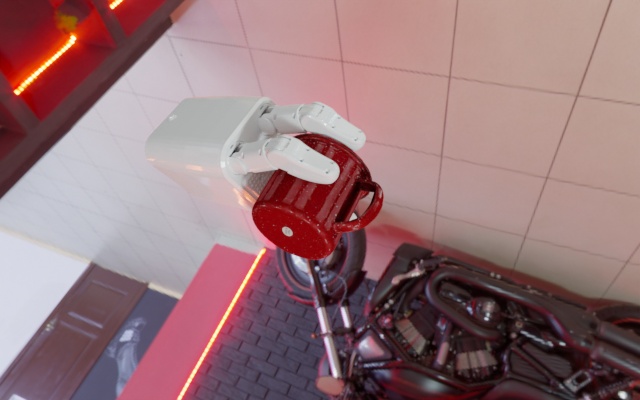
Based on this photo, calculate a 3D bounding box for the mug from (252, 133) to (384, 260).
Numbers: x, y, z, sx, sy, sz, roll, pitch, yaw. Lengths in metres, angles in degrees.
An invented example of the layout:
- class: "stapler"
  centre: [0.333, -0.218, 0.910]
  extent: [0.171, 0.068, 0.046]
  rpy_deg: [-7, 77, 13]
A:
- class: "mug"
  centre: [0.001, 0.002, 0.431]
  extent: [0.117, 0.081, 0.093]
  rpy_deg: [9, -36, 30]
